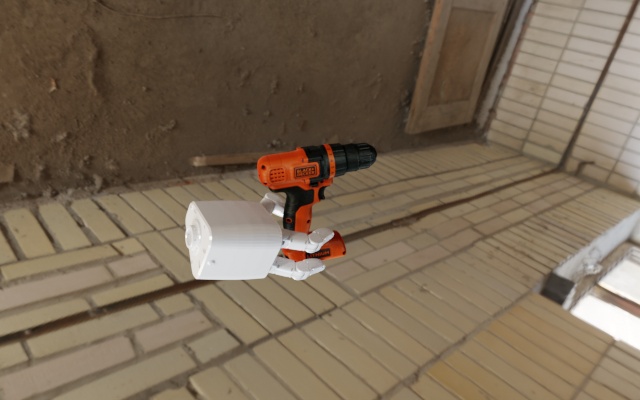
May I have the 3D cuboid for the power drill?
[{"bbox_3d":[0.000,0.003,0.750,0.184,0.188,0.057,-9,27,-11],"label":"power drill"}]
